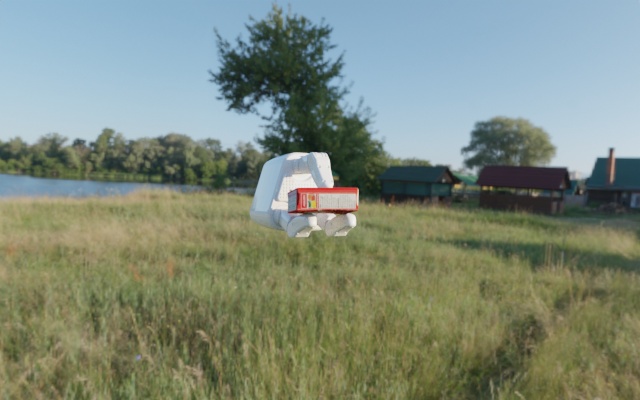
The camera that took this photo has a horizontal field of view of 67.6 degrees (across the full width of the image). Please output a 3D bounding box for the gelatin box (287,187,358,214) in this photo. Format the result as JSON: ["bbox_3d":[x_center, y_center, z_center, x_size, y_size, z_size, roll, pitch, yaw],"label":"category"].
[{"bbox_3d":[0.000,0.001,0.587,0.073,0.030,0.089,1,-4,-12],"label":"gelatin box"}]
